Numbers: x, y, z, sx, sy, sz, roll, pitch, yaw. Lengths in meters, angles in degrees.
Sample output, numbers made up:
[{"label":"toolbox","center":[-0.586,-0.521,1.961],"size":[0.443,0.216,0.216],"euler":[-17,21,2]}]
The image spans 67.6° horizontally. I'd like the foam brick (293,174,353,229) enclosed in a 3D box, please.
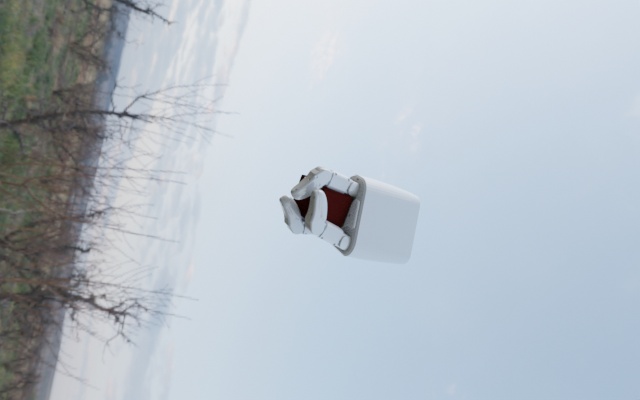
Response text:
[{"label":"foam brick","center":[0.000,0.002,0.686],"size":[0.051,0.053,0.078],"euler":[15,11,-28]}]
